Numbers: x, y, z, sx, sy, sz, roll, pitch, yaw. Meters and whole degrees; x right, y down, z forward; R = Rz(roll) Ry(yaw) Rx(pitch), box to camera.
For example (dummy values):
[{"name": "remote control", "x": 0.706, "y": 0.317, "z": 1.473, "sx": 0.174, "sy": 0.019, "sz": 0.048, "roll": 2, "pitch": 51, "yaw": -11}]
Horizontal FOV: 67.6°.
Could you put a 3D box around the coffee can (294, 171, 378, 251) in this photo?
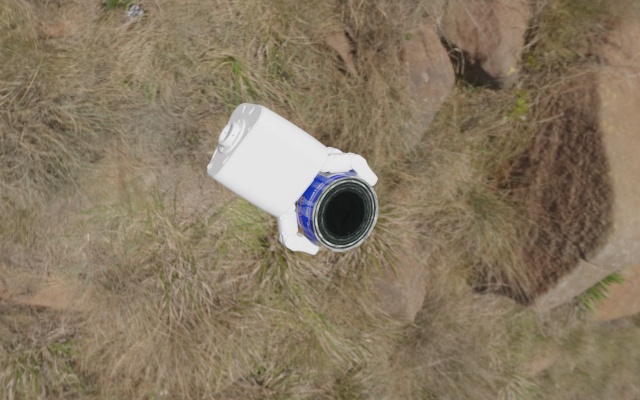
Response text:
[{"name": "coffee can", "x": 0.000, "y": 0.002, "z": 0.682, "sx": 0.103, "sy": 0.103, "sz": 0.140, "roll": 0, "pitch": 13, "yaw": -31}]
